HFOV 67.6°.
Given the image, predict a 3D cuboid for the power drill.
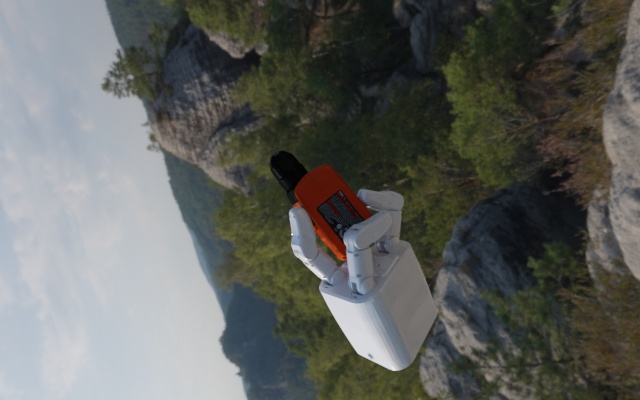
[{"bbox_3d":[0.000,0.002,0.614,0.057,0.184,0.187,-40,2,-5],"label":"power drill"}]
